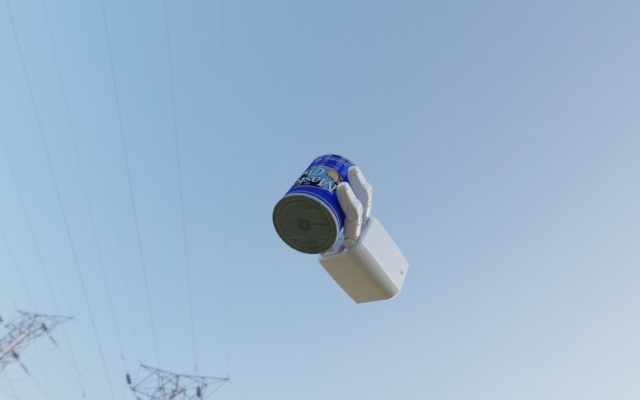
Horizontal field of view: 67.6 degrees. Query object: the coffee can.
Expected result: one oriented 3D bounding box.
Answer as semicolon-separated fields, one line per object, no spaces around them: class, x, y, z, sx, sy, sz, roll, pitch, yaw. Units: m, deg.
coffee can;0.000;0.002;0.747;0.103;0.103;0.140;0;30;24
